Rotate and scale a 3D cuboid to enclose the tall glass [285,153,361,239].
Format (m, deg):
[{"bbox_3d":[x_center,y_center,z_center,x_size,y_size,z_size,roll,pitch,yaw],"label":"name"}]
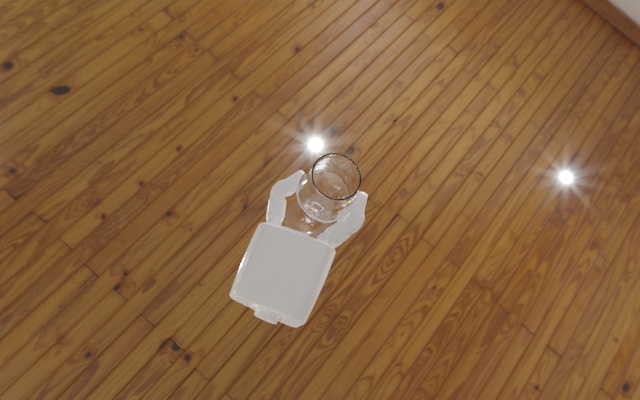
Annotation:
[{"bbox_3d":[0.000,0.002,0.665,0.079,0.079,0.201,0,-19,-12],"label":"tall glass"}]
